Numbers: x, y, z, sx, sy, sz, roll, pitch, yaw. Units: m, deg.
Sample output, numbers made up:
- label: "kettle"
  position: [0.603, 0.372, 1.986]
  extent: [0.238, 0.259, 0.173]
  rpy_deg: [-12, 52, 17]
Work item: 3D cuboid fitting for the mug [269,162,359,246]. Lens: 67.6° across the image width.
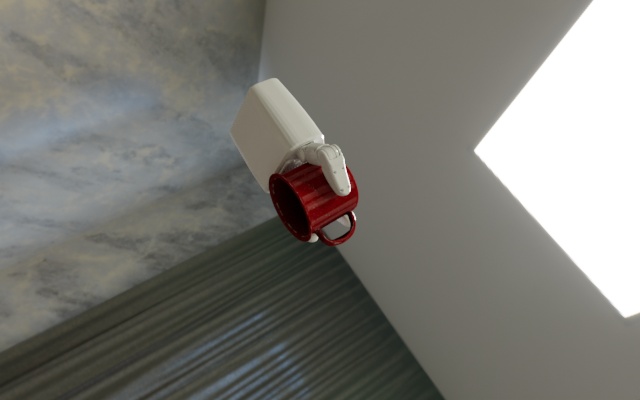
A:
- label: "mug"
  position: [0.001, 0.003, 0.596]
  extent: [0.081, 0.117, 0.093]
  rpy_deg: [-28, -17, -24]
